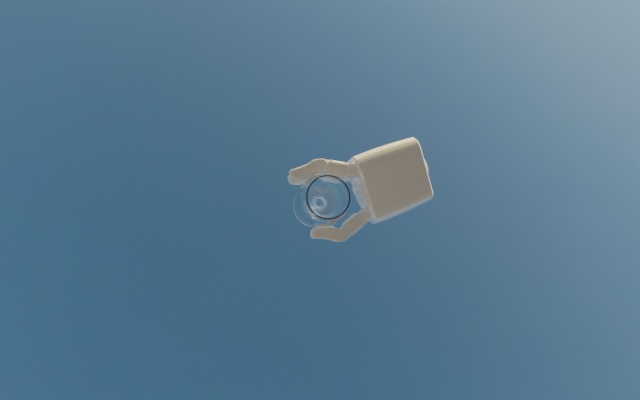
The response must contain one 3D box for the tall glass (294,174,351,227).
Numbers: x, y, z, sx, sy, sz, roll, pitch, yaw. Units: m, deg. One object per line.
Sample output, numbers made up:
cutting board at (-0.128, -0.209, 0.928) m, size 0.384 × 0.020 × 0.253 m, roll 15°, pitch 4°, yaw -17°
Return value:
tall glass at (0.000, 0.003, 0.754) m, size 0.079 × 0.079 × 0.201 m, roll 0°, pitch -4°, yaw -6°
